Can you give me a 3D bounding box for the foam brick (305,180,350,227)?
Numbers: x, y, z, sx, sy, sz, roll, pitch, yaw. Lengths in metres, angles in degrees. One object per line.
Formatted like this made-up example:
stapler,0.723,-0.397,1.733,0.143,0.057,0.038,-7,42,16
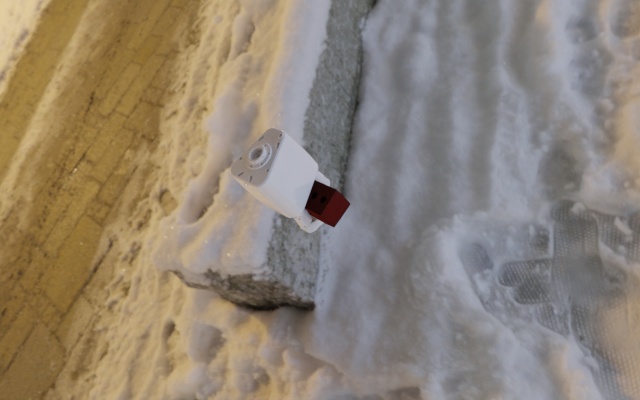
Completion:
foam brick,0.000,0.003,0.828,0.078,0.053,0.051,25,-13,40
